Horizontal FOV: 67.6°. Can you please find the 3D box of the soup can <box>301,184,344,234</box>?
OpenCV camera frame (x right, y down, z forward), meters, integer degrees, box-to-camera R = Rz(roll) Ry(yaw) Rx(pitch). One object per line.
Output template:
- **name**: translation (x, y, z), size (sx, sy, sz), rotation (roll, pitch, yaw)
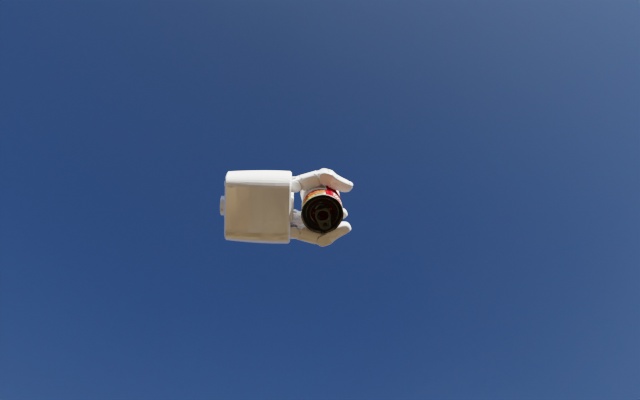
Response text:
- **soup can**: translation (0.001, 0.002, 0.798), size (0.068, 0.068, 0.102), rotation (0, 23, -4)
